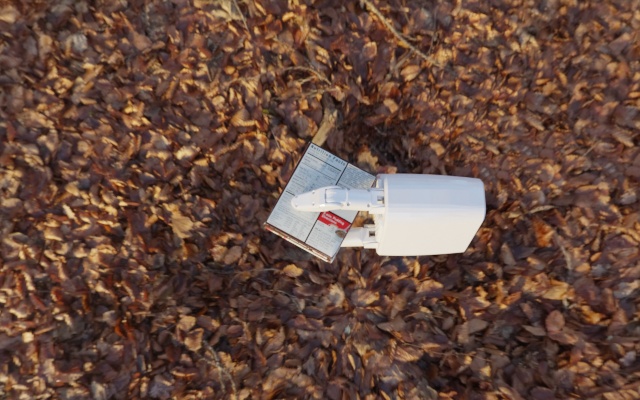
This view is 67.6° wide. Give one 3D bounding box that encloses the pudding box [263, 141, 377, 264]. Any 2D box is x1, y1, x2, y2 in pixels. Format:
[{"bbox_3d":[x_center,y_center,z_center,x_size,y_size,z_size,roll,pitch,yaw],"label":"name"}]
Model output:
[{"bbox_3d":[0.000,0.002,0.548,0.090,0.113,0.039,28,-12,3],"label":"pudding box"}]
